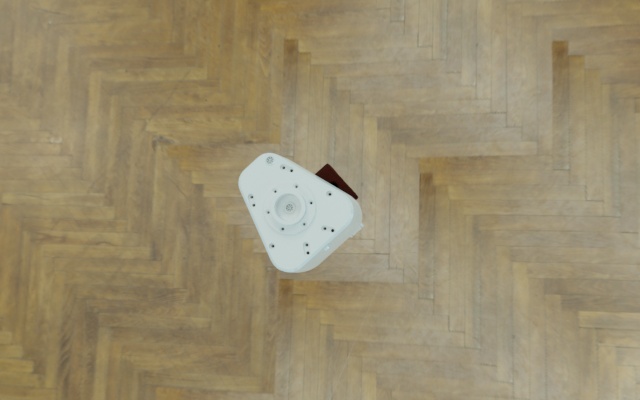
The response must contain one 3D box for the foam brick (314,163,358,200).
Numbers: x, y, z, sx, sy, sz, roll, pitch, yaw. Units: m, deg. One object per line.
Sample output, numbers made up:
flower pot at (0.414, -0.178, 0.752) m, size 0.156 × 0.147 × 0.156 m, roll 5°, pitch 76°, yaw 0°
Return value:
foam brick at (0.000, 0.002, 0.567) m, size 0.078 × 0.053 × 0.051 m, roll -43°, pitch -6°, yaw 2°
